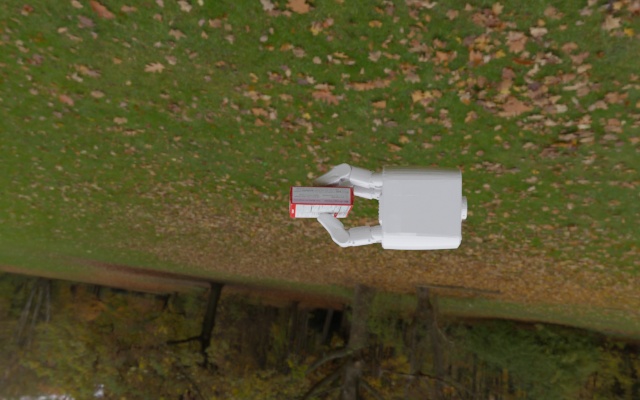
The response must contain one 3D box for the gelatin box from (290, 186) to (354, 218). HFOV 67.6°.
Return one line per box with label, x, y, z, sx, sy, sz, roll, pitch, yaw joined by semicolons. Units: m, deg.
gelatin box;0.000;0.003;0.688;0.089;0.030;0.073;0;-15;-4
